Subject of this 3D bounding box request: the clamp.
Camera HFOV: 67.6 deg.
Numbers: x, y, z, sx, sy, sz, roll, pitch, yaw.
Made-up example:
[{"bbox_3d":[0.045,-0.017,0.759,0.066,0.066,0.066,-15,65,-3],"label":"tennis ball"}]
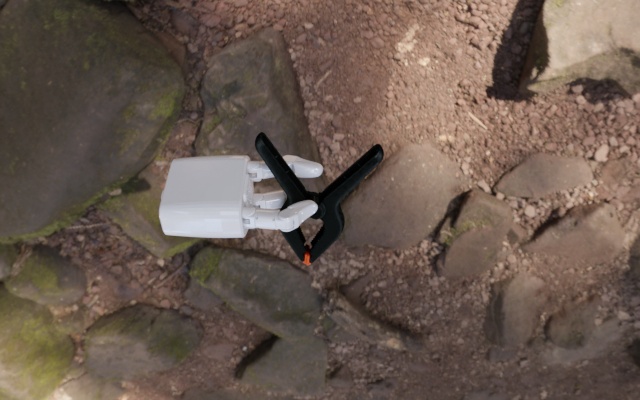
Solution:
[{"bbox_3d":[0.000,0.003,0.658,0.164,0.210,0.036,0,35,2],"label":"clamp"}]
